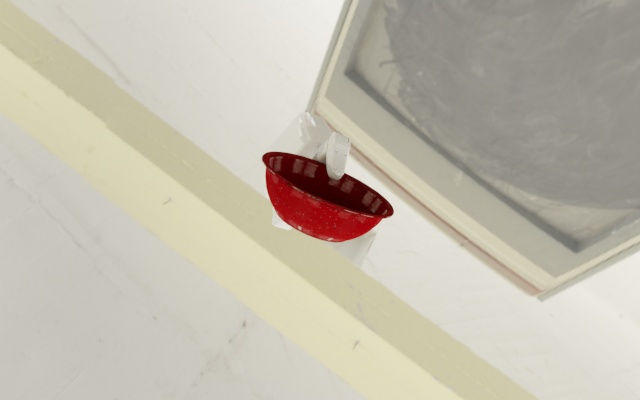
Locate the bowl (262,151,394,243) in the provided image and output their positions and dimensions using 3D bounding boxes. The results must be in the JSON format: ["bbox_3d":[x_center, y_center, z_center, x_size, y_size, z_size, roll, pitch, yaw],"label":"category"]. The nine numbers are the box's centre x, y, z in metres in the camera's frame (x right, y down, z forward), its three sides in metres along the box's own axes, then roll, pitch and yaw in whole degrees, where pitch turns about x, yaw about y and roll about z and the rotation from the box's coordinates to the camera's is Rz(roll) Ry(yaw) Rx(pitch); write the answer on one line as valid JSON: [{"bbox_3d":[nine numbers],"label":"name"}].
[{"bbox_3d":[0.000,0.003,0.547,0.162,0.055,0.162,22,16,-7],"label":"bowl"}]
